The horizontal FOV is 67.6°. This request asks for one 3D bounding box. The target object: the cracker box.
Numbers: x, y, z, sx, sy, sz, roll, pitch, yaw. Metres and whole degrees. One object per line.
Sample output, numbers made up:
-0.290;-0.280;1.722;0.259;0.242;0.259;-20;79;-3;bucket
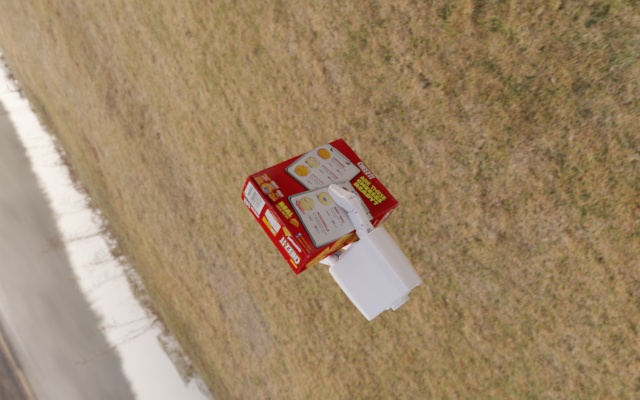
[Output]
0.000;0.003;0.800;0.213;0.164;0.072;-27;-20;-37;cracker box
